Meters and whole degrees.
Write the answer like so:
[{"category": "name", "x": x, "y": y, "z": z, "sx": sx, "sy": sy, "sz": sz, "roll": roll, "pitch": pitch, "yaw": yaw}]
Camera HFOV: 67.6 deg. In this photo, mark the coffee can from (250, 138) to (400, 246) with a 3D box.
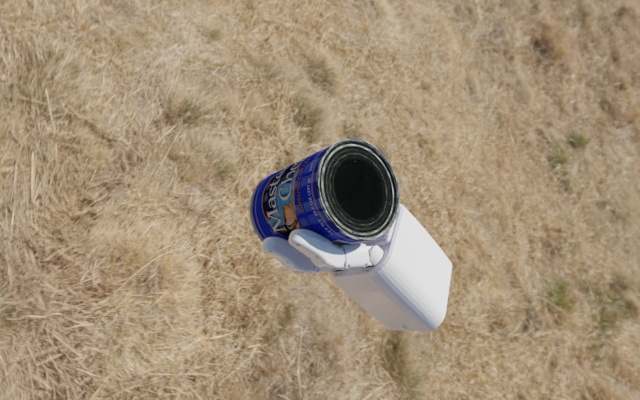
[{"category": "coffee can", "x": 0.000, "y": 0.002, "z": 0.518, "sx": 0.103, "sy": 0.103, "sz": 0.140, "roll": 0, "pitch": -11, "yaw": -35}]
